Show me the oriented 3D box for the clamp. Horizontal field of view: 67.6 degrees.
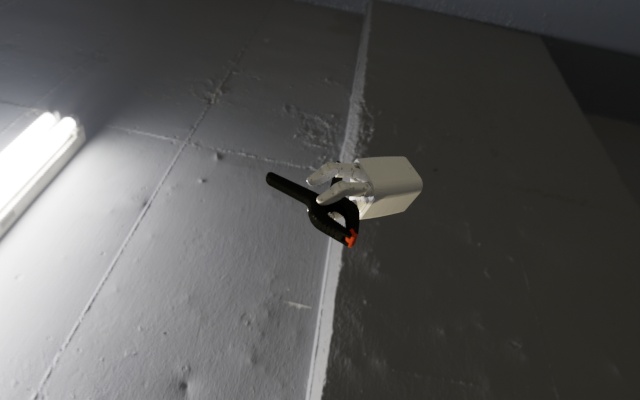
[{"bbox_3d":[0.000,0.004,0.870,0.164,0.036,0.209,-7,45,-21],"label":"clamp"}]
